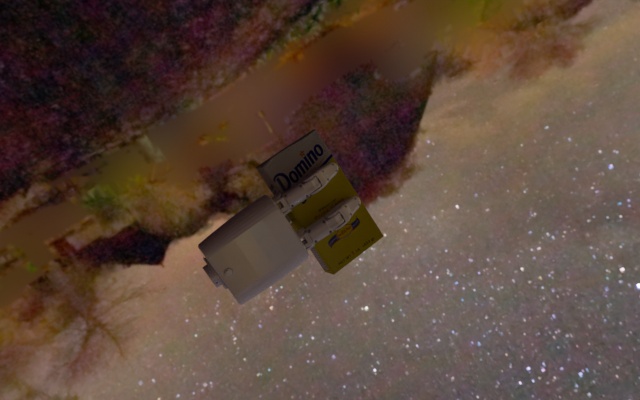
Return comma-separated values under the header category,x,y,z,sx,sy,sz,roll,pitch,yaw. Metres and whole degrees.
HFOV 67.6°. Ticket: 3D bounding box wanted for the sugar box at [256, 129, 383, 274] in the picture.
category,x,y,z,sx,sy,sz,roll,pitch,yaw
sugar box,0.000,0.002,0.652,0.093,0.176,0.048,-36,11,-16
